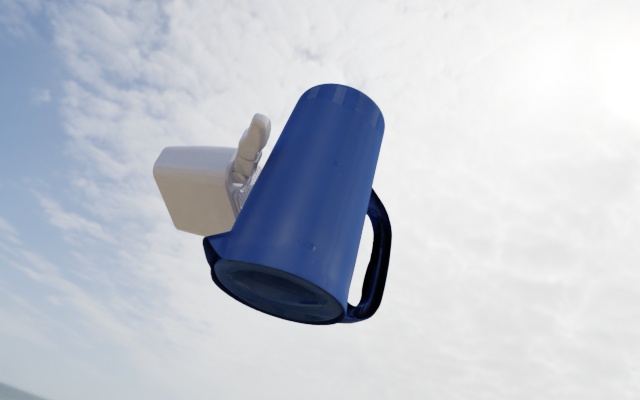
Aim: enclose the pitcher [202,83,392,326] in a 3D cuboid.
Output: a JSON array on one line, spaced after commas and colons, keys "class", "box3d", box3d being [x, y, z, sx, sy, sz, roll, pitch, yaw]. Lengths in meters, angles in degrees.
[{"class": "pitcher", "box3d": [0.000, 0.002, 0.503, 0.145, 0.242, 0.149, 5, -33, 23]}]
